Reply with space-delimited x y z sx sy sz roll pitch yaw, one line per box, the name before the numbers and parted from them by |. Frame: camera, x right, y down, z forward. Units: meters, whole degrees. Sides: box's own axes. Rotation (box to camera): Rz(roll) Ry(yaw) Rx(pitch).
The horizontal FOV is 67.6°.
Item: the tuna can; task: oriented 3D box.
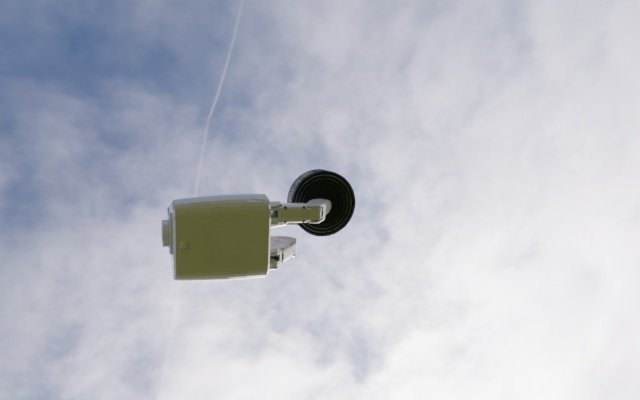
tuna can | 0.000 0.002 0.627 0.086 0.086 0.033 0 9 -18
